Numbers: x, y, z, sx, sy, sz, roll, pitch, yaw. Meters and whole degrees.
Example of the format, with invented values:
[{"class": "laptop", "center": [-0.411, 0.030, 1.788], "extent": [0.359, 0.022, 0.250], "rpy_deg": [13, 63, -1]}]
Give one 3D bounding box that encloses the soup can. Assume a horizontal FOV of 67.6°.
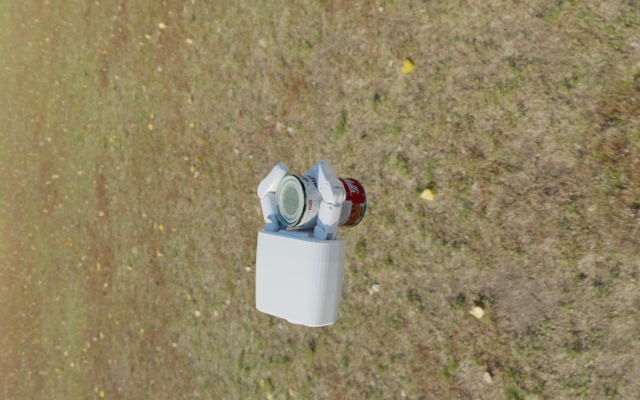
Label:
[{"class": "soup can", "center": [0.000, 0.002, 0.621], "extent": [0.102, 0.068, 0.068], "rpy_deg": [2, -1, -38]}]
